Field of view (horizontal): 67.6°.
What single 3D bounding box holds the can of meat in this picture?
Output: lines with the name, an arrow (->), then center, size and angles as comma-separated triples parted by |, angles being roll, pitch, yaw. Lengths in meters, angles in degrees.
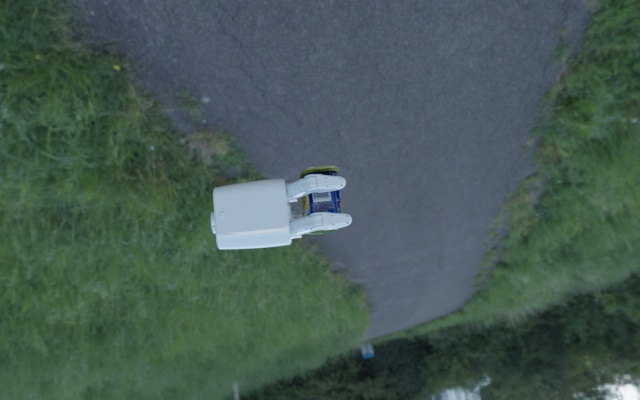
can of meat -> 0.000, 0.003, 0.736 | 0.057, 0.084, 0.102 | -5, -14, -8
